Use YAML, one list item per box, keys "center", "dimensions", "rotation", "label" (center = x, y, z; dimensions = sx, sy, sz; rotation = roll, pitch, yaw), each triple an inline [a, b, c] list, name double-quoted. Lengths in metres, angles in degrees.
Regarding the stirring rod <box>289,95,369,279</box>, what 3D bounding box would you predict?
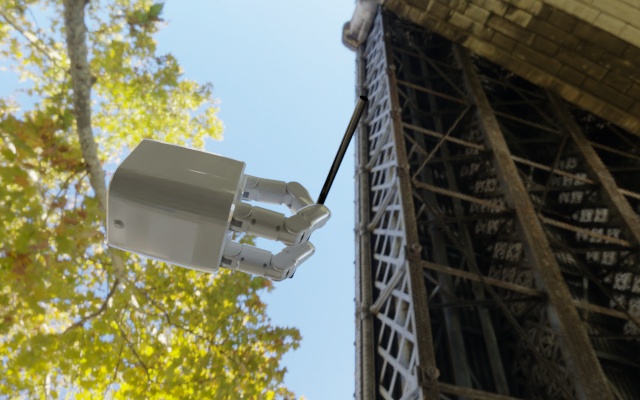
- center: [0.000, 0.001, 0.464]
  dimensions: [0.011, 0.011, 0.240]
  rotation: [0, -44, -24]
  label: "stirring rod"
